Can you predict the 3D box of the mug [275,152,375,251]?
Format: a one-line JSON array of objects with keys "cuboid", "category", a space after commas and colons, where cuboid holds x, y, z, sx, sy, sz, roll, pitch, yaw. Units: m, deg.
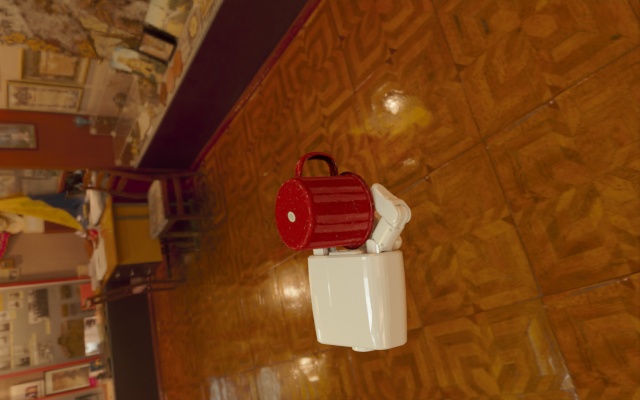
[{"cuboid": [0.000, 0.000, 0.545, 0.081, 0.117, 0.093, -3, -5, -34], "category": "mug"}]
